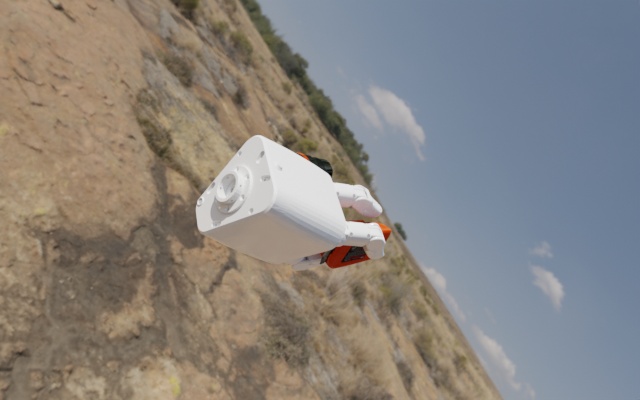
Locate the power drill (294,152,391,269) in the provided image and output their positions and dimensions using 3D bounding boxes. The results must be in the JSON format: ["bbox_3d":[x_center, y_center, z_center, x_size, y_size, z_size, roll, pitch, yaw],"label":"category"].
[{"bbox_3d":[0.000,0.002,0.625,0.187,0.057,0.184,42,27,27],"label":"power drill"}]
